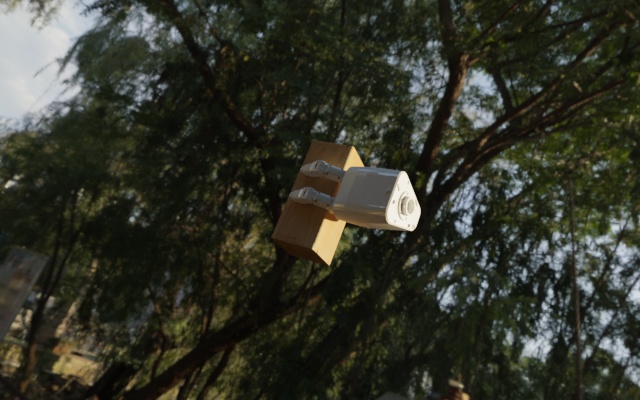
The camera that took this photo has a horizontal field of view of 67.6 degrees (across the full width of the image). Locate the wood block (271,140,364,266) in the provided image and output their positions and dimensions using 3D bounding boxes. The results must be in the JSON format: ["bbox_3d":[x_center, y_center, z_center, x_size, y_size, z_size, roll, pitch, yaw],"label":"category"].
[{"bbox_3d":[0.001,0.003,0.890,0.090,0.206,0.091,12,-21,27],"label":"wood block"}]
